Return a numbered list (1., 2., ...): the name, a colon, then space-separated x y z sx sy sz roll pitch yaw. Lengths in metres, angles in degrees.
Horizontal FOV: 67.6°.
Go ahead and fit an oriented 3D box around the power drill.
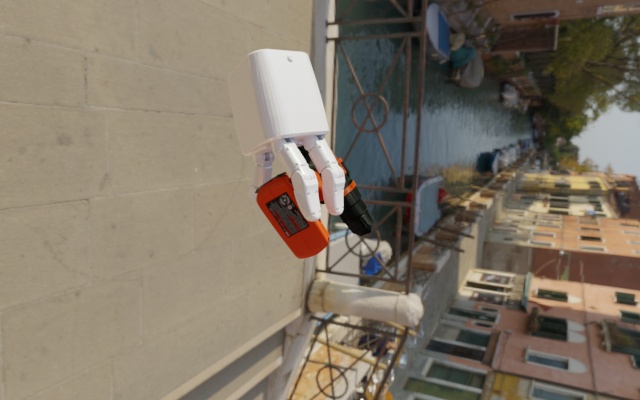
1. power drill: 0.000 0.002 0.651 0.057 0.184 0.187 -32 9 26
